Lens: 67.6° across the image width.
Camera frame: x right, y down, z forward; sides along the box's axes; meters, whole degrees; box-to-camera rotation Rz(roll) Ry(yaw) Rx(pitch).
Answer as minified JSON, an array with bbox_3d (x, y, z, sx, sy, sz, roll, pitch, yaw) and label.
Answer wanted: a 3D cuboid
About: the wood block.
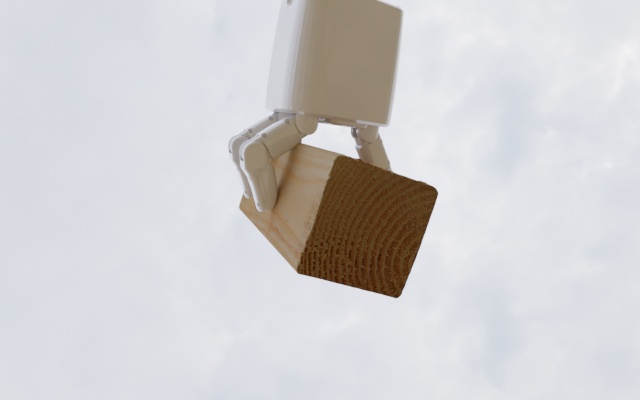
[{"bbox_3d":[0.000,0.001,0.432,0.091,0.090,0.206,17,5,-23],"label":"wood block"}]
